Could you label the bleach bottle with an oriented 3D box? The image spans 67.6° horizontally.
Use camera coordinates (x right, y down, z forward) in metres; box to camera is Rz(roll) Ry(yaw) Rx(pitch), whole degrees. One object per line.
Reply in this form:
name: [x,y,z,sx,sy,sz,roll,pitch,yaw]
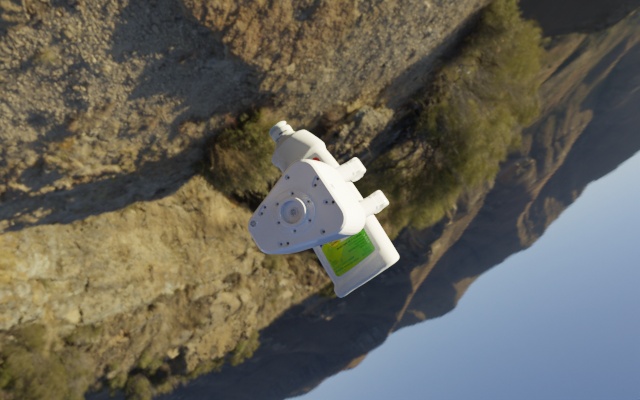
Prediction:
bleach bottle: [0.000,0.002,0.667,0.102,0.251,0.068,-36,-10,11]
